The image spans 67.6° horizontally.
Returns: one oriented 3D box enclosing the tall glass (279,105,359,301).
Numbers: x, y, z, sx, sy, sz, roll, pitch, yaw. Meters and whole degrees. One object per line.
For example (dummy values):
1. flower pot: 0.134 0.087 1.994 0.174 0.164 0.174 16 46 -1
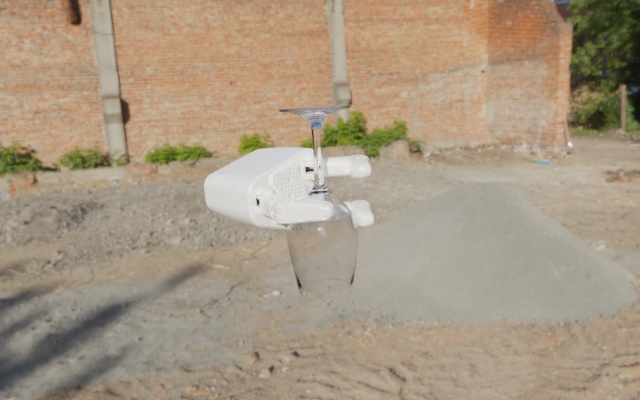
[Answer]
1. tall glass: 0.000 0.001 0.510 0.079 0.201 0.079 -4 12 1
